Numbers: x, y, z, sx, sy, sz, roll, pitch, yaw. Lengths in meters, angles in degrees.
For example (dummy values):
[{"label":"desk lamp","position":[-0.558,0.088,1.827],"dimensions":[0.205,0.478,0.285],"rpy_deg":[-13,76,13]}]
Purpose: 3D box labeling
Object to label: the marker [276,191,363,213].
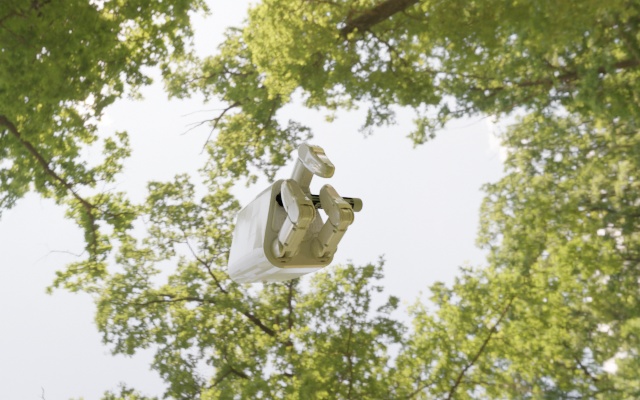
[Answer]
[{"label":"marker","position":[0.000,0.002,0.572],"dimensions":[0.121,0.020,0.020],"rpy_deg":[5,-3,-36]}]
